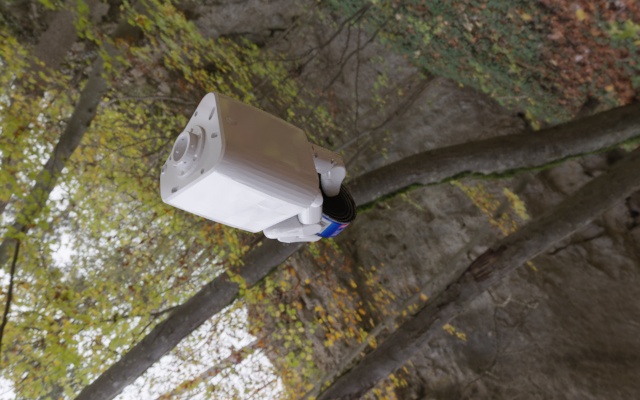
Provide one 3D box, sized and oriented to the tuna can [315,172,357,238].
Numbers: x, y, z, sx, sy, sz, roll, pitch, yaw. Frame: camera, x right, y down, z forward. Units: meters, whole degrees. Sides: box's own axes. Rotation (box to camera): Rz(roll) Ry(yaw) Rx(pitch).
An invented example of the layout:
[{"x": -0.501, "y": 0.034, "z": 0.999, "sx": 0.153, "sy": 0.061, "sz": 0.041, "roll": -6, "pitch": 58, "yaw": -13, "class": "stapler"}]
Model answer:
[{"x": 0.000, "y": 0.002, "z": 0.569, "sx": 0.086, "sy": 0.086, "sz": 0.034, "roll": 0, "pitch": -38, "yaw": -51, "class": "tuna can"}]
